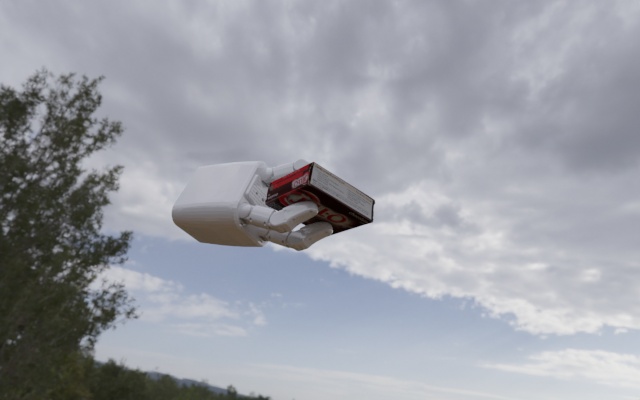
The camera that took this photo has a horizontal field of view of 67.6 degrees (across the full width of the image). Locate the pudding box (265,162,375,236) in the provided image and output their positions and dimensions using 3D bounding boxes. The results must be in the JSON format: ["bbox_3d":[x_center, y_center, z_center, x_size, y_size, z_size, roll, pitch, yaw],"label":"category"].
[{"bbox_3d":[0.000,0.002,0.614,0.113,0.039,0.090,28,-31,-33],"label":"pudding box"}]
